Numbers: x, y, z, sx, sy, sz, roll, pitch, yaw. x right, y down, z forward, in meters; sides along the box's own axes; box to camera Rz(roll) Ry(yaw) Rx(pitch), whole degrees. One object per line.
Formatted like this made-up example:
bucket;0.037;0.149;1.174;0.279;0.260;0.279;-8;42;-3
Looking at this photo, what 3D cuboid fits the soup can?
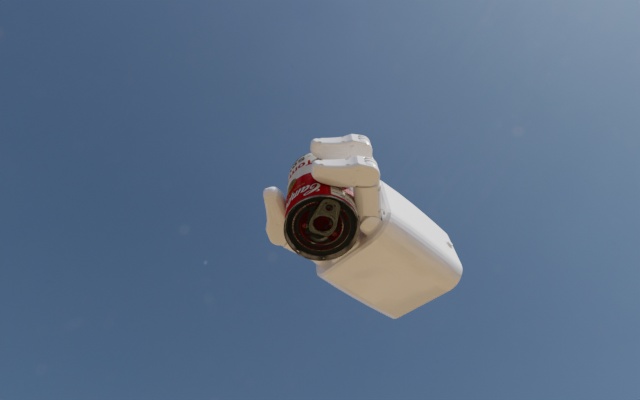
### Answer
soup can;0.000;0.001;0.464;0.068;0.068;0.102;0;29;-2
